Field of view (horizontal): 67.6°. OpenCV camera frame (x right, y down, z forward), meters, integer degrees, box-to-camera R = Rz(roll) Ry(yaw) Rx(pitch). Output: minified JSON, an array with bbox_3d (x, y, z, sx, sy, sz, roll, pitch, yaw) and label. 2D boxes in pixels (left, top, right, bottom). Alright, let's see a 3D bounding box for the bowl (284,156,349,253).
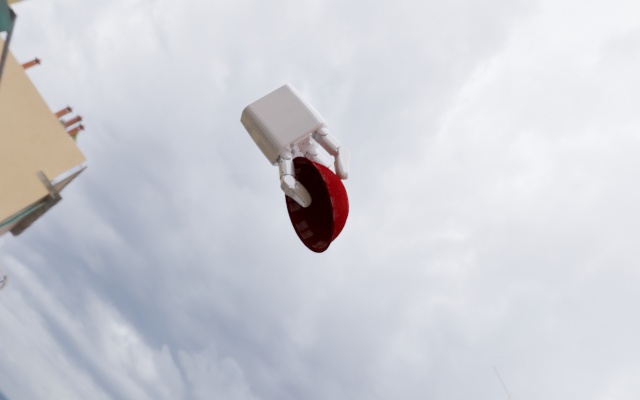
[{"bbox_3d":[0.001,0.004,0.789,0.055,0.162,0.162,-13,6,-28],"label":"bowl"}]
